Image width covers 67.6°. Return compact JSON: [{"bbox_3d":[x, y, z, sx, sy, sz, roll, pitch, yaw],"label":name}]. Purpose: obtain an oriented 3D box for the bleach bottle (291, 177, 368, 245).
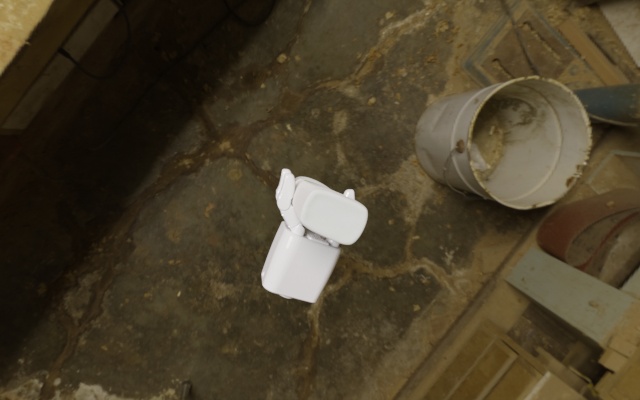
[{"bbox_3d":[0.000,0.003,0.809,0.102,0.068,0.251,24,5,-12],"label":"bleach bottle"}]
